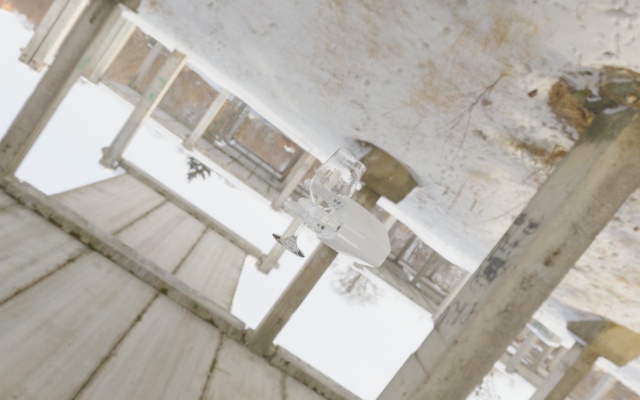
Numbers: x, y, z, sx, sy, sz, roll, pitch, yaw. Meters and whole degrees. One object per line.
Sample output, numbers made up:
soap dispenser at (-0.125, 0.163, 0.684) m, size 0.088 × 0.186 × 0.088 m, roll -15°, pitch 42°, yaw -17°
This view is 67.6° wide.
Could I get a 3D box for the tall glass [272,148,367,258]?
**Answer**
tall glass at (0.000, 0.003, 0.865) m, size 0.079 × 0.201 × 0.079 m, roll 36°, pitch 5°, yaw -3°
